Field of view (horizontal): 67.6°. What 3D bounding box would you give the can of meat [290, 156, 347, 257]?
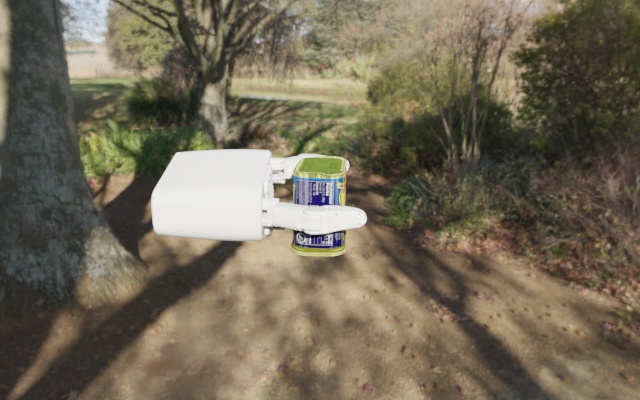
[{"bbox_3d":[0.000,0.001,0.507,0.057,0.084,0.102,2,15,3],"label":"can of meat"}]
